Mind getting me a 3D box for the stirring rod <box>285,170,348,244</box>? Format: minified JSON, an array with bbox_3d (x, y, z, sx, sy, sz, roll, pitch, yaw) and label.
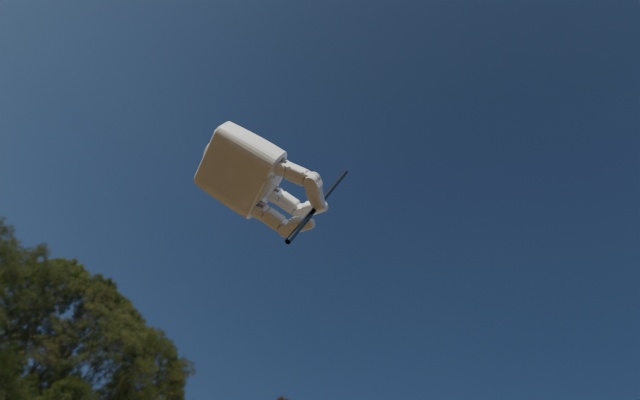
[{"bbox_3d":[0.000,0.002,0.739,0.011,0.011,0.239,0,26,24],"label":"stirring rod"}]
